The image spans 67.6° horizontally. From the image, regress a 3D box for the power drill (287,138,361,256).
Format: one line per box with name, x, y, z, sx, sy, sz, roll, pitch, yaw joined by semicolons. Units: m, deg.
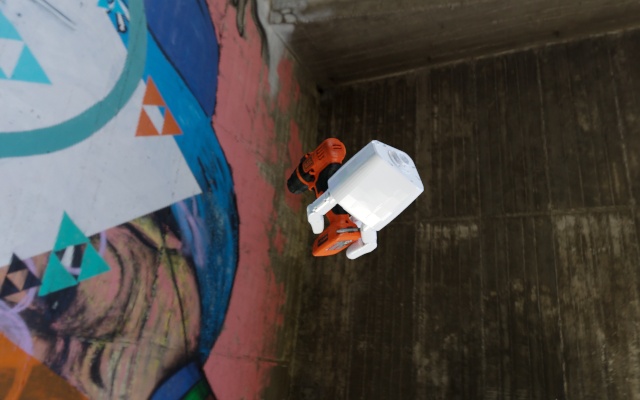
power drill;0.000;0.003;0.883;0.057;0.187;0.184;-5;-20;-31
